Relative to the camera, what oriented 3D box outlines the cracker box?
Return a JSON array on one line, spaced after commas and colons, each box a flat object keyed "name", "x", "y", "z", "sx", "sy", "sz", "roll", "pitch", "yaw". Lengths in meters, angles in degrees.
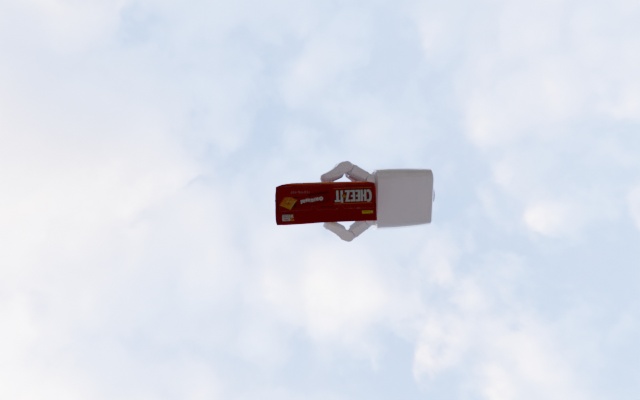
[{"name": "cracker box", "x": 0.000, "y": 0.003, "z": 0.861, "sx": 0.164, "sy": 0.072, "sz": 0.213, "roll": -3, "pitch": 0, "yaw": -5}]
